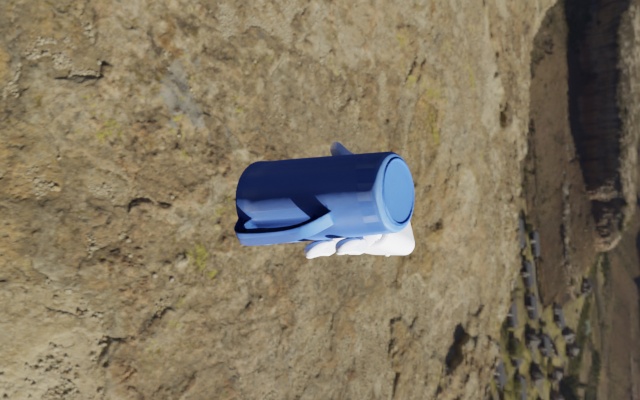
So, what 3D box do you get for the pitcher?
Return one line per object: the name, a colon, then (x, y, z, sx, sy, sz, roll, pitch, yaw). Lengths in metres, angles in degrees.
pitcher: (0.000, 0.002, 0.684, 0.243, 0.149, 0.145, -5, -19, 36)
